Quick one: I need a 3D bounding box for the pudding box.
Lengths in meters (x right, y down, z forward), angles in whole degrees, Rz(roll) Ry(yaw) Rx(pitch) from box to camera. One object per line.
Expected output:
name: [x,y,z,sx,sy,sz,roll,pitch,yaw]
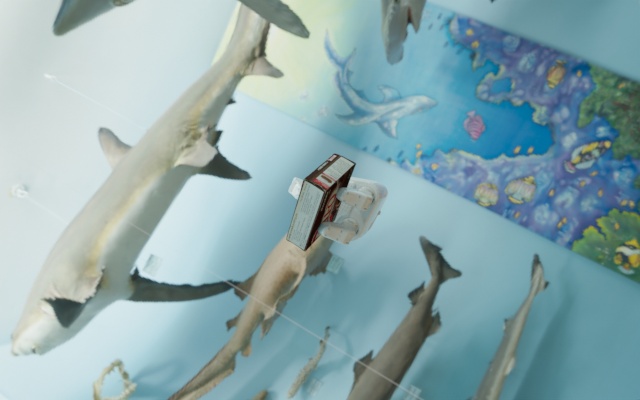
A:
pudding box: [0.000,0.002,0.657,0.039,0.114,0.090,28,39,15]
